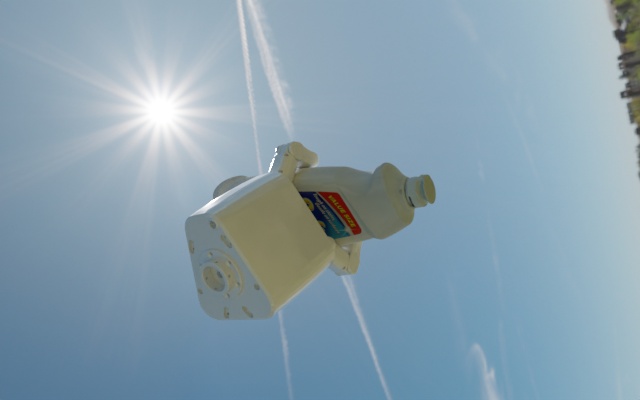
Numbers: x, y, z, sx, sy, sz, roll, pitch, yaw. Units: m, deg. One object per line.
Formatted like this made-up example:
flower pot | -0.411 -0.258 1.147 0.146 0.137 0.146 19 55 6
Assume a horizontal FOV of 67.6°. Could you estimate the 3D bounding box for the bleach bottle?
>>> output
bleach bottle | 0.000 0.002 0.523 0.251 0.102 0.068 -11 15 34
